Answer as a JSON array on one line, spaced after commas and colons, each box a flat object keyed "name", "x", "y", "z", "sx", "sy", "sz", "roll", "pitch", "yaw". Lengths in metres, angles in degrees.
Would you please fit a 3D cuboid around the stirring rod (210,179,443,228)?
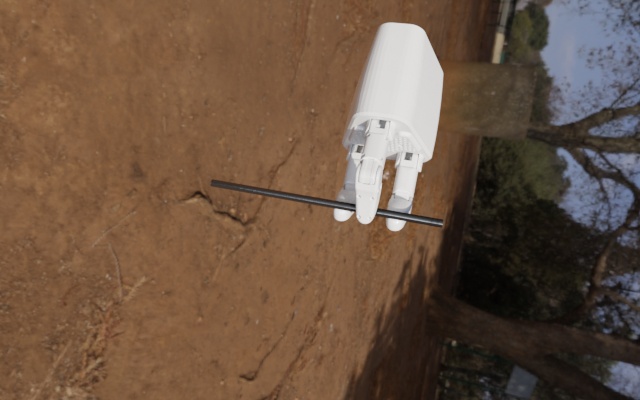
[{"name": "stirring rod", "x": 0.000, "y": 0.001, "z": 0.478, "sx": 0.239, "sy": 0.011, "sz": 0.011, "roll": 10, "pitch": 2, "yaw": 14}]
